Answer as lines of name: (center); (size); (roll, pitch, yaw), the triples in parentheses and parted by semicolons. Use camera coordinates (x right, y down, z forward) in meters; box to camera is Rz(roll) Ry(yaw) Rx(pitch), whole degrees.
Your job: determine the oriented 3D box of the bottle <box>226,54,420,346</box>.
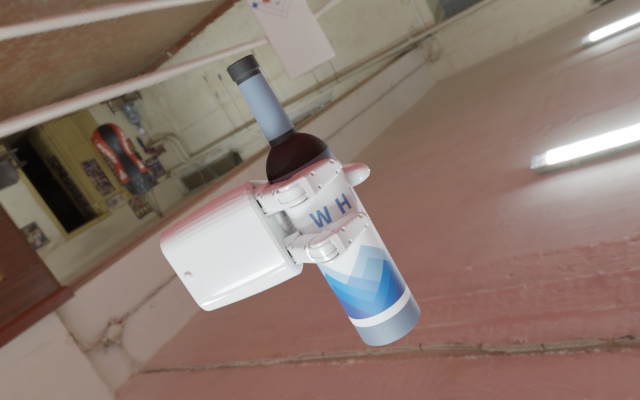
bottle: (0.000, 0.002, 0.454); (0.069, 0.296, 0.069); (-28, 13, 7)
